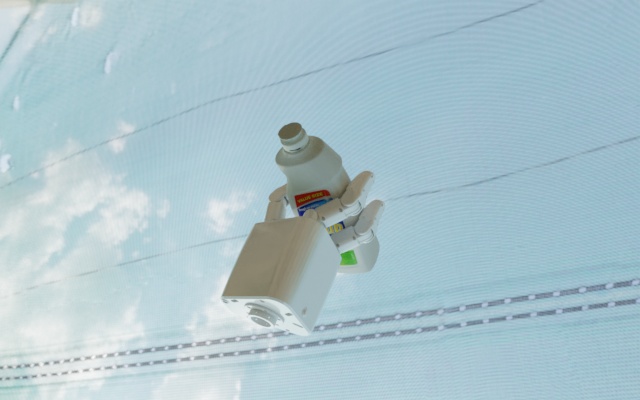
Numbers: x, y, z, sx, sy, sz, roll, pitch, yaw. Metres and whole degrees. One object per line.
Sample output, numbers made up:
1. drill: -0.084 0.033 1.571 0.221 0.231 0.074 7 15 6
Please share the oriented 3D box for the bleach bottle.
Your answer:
1. bleach bottle: 0.000 0.002 0.616 0.102 0.068 0.251 2 -38 27
